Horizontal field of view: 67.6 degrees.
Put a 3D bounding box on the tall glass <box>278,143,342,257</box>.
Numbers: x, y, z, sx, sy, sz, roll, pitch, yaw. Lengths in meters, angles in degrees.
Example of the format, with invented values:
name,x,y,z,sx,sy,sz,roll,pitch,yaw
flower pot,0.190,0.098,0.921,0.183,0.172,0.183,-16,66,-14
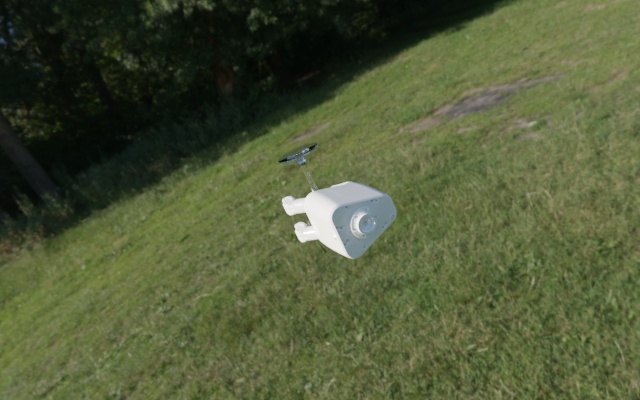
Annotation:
name,x,y,z,sx,sy,sz,roll,pitch,yaw
tall glass,0.000,0.002,0.855,0.079,0.201,0.079,-22,19,8
